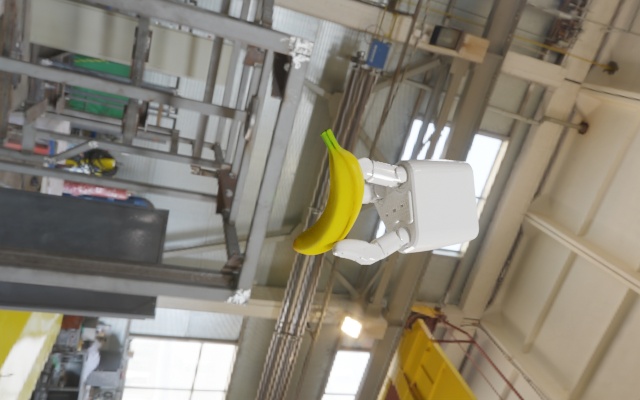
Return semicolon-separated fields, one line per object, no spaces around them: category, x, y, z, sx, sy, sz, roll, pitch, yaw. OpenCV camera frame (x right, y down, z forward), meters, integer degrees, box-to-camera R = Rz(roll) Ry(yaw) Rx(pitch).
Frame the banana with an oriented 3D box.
banana;0.011;0.012;0.554;0.037;0.198;0.069;-18;54;-33
